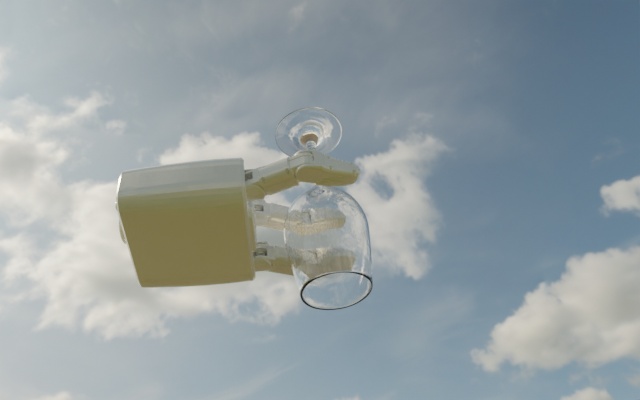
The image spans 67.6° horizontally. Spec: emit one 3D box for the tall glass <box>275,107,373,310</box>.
[{"bbox_3d":[0.000,0.001,0.460,0.079,0.200,0.079,-6,-41,-5],"label":"tall glass"}]
